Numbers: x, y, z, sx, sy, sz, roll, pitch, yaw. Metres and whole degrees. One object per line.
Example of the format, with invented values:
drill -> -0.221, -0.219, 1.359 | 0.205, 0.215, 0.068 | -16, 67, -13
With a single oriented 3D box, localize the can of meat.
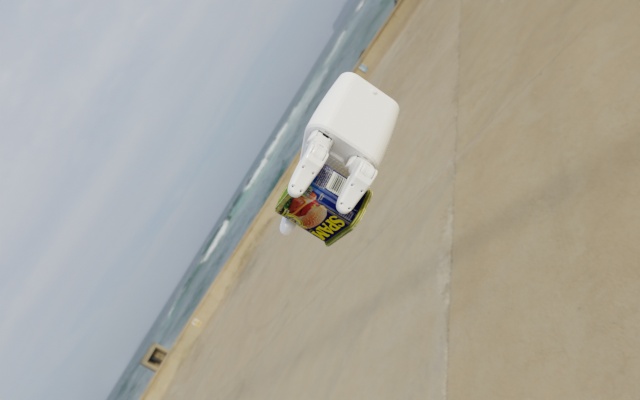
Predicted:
can of meat -> 0.000, 0.002, 0.573 | 0.084, 0.057, 0.102 | 32, -30, -9
